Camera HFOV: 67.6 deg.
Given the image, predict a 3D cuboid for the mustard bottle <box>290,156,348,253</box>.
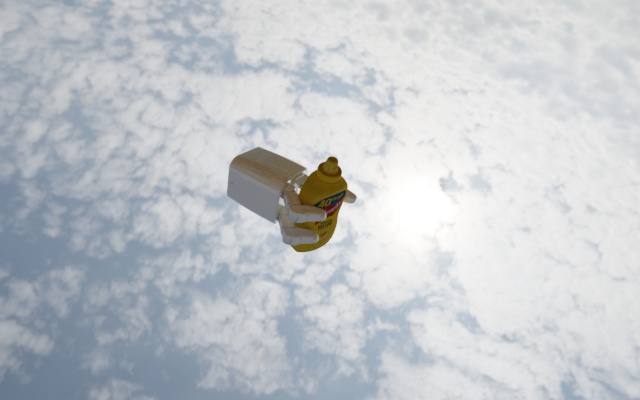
[{"bbox_3d":[0.000,0.003,0.821,0.096,0.192,0.058,-22,54,-34],"label":"mustard bottle"}]
